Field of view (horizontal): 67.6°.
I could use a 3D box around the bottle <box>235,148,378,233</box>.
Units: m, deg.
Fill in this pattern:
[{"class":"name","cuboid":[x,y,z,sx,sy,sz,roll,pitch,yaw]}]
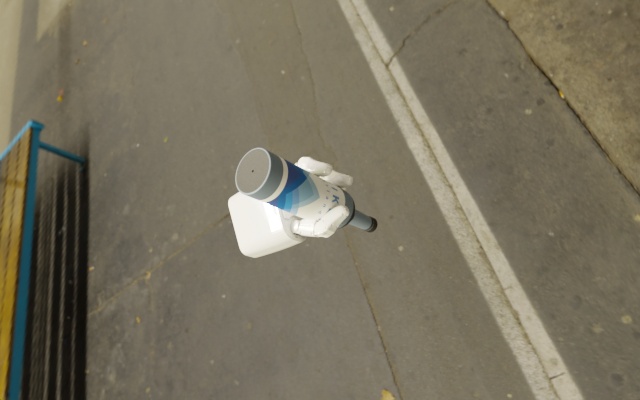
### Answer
[{"class":"bottle","cuboid":[0.000,0.002,0.738,0.069,0.069,0.296,0,-16,39]}]
